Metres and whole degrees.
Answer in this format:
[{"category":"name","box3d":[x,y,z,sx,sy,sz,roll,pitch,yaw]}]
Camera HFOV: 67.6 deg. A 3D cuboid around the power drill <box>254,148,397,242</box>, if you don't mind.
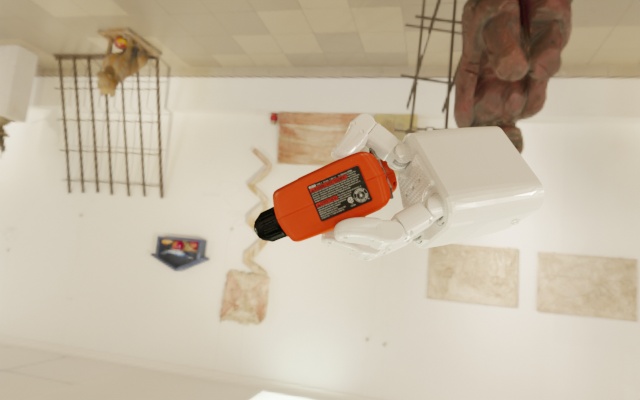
[{"category":"power drill","box3d":[0.000,0.002,0.515,0.184,0.057,0.187,-25,0,3]}]
